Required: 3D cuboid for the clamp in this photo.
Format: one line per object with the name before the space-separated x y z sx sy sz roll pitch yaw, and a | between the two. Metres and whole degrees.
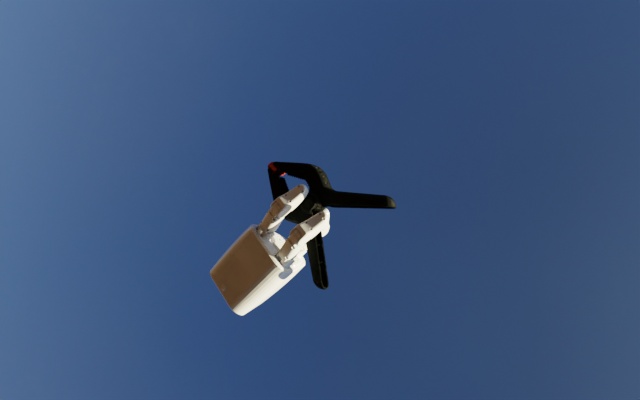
clamp | 0.000 0.002 0.713 0.164 0.210 0.036 -44 -26 9
